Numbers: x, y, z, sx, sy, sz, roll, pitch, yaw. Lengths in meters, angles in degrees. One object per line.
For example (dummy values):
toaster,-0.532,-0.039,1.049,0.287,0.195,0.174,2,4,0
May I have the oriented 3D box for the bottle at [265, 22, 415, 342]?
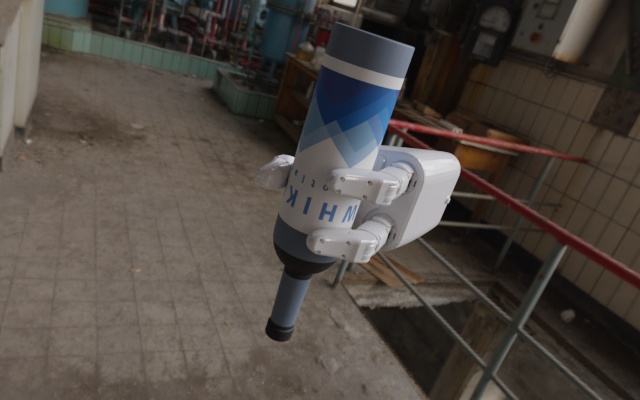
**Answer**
bottle,0.000,0.001,0.425,0.069,0.296,0.069,16,21,-6
